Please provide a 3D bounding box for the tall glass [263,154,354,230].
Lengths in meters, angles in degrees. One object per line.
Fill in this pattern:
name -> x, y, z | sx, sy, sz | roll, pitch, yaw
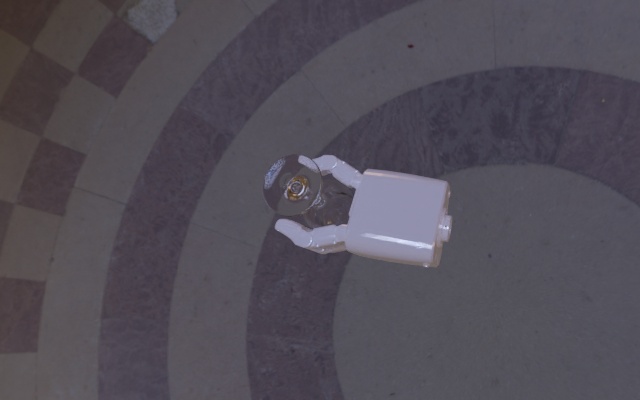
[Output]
tall glass -> 0.000, 0.002, 0.637 | 0.079, 0.079, 0.201 | 0, -12, 19
